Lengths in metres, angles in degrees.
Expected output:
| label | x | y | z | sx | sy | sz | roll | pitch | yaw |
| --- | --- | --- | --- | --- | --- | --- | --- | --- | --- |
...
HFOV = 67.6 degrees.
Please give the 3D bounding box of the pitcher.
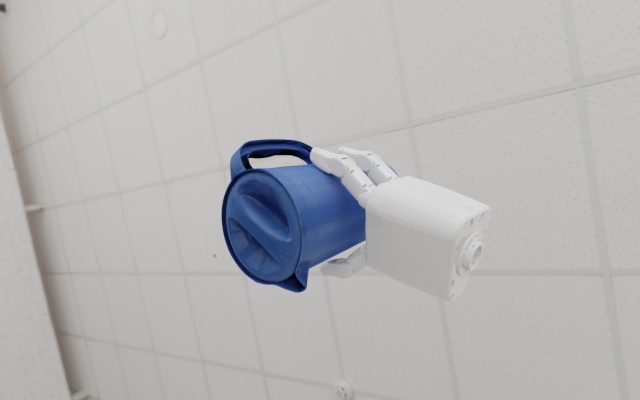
| label | x | y | z | sx | sy | sz | roll | pitch | yaw |
| --- | --- | --- | --- | --- | --- | --- | --- | --- | --- |
| pitcher | 0.000 | 0.002 | 0.617 | 0.145 | 0.149 | 0.243 | 20 | 22 | 36 |
